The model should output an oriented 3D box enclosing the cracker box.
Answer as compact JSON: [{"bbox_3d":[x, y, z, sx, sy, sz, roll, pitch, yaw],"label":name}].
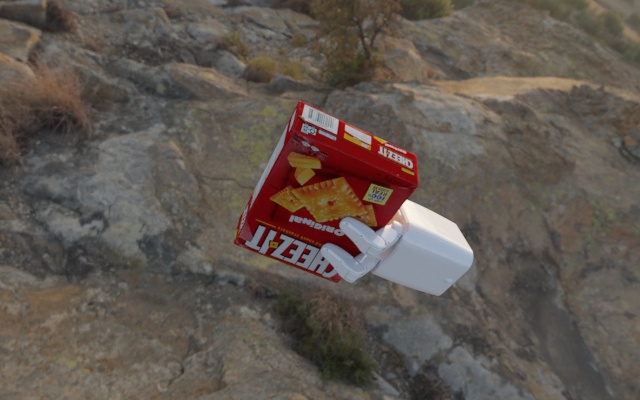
[{"bbox_3d":[0.000,0.002,0.620,0.164,0.214,0.072,23,40,-12],"label":"cracker box"}]
